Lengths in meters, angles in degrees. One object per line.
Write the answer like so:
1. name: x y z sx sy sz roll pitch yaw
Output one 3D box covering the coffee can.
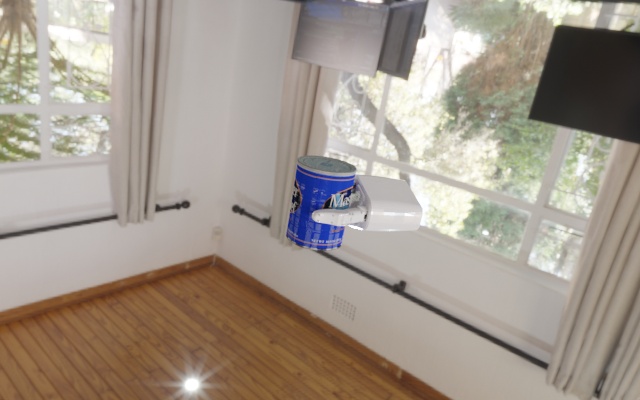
1. coffee can: 0.000 0.003 0.829 0.103 0.140 0.102 9 18 -3
